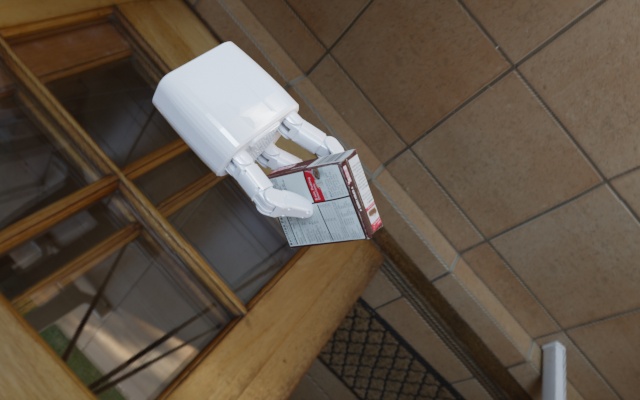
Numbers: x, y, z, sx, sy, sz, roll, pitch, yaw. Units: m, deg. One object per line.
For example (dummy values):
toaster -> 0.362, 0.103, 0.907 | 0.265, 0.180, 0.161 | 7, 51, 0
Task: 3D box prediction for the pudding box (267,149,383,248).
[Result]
pudding box -> 0.000, 0.002, 0.518 | 0.113, 0.090, 0.039 | -9, 20, 39
